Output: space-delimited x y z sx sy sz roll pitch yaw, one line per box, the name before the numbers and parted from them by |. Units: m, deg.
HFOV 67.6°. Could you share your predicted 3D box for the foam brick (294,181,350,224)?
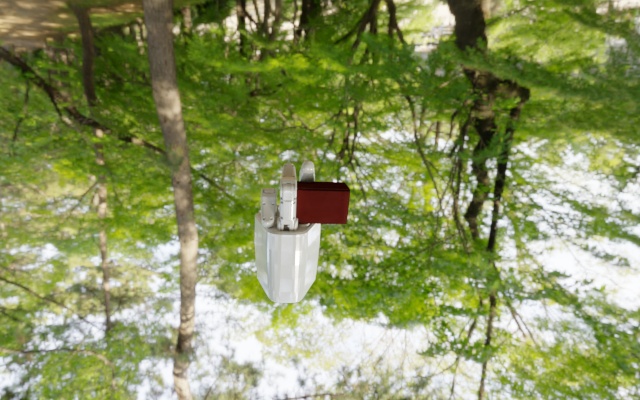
foam brick | 0.000 0.002 0.687 0.078 0.051 0.053 1 13 -4
